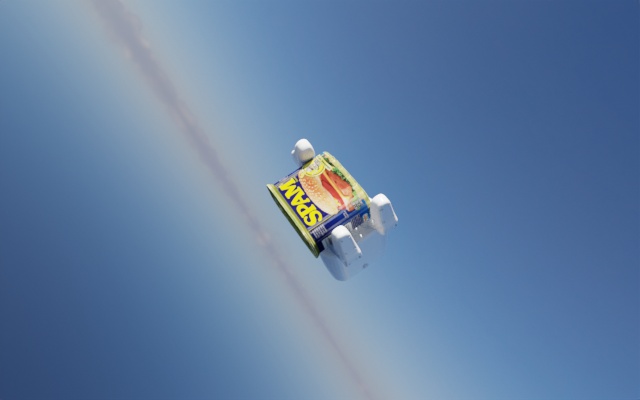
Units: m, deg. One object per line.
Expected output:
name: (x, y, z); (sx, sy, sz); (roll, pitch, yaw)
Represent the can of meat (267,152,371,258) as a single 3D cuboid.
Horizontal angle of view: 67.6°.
can of meat: (0.000, 0.002, 0.557); (0.084, 0.102, 0.057); (-34, -32, -9)
